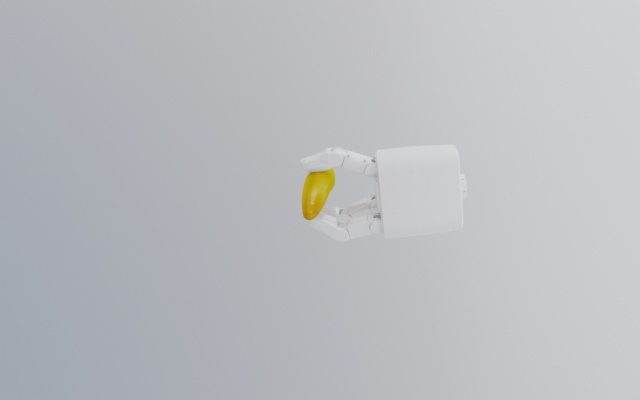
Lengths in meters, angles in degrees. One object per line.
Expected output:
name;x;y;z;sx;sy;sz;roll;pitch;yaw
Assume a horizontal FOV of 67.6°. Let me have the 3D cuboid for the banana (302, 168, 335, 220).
banana;0.000;-0.017;0.676;0.037;0.069;0.198;1;4;6
